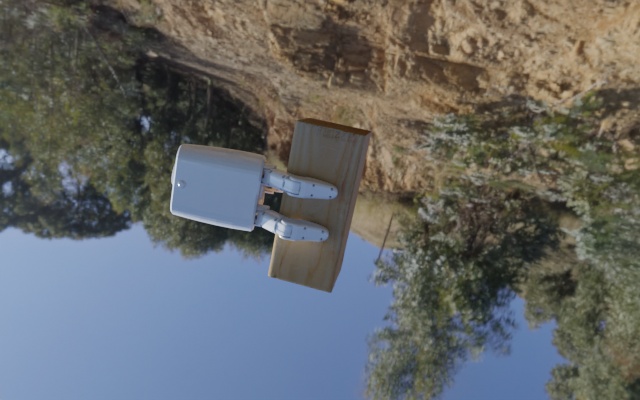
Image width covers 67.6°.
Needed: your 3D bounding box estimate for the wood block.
[{"bbox_3d":[0.000,0.002,0.636,0.090,0.206,0.091,13,15,7],"label":"wood block"}]
